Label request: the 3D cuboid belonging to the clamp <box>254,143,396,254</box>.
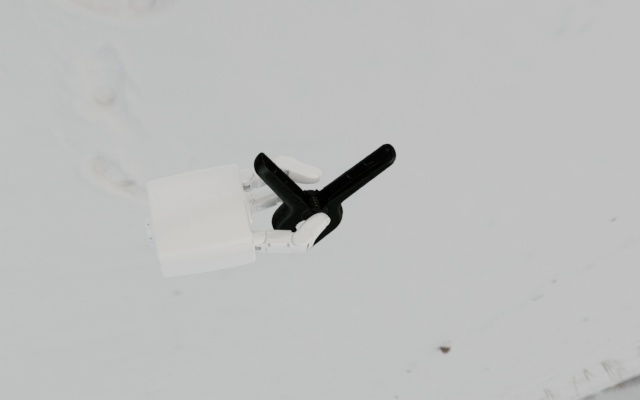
[{"bbox_3d":[0.000,0.003,0.595,0.164,0.036,0.210,-9,-32,-13],"label":"clamp"}]
